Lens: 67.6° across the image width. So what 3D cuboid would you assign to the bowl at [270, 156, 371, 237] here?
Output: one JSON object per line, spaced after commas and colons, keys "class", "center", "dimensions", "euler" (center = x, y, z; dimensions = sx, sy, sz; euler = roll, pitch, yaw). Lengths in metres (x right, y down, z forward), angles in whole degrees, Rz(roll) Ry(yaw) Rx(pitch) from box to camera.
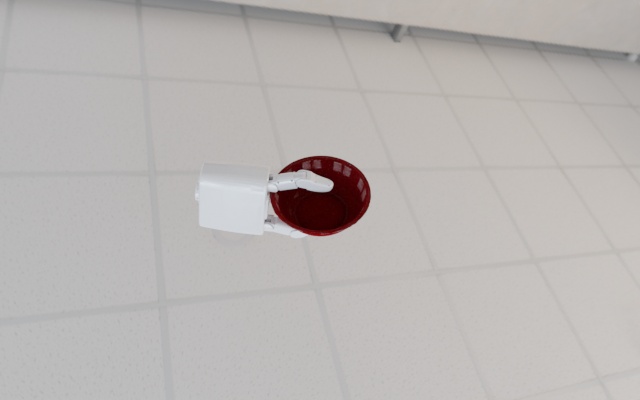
{"class": "bowl", "center": [0.001, 0.003, 0.779], "dimensions": [0.162, 0.162, 0.055], "euler": [0, -39, 1]}
